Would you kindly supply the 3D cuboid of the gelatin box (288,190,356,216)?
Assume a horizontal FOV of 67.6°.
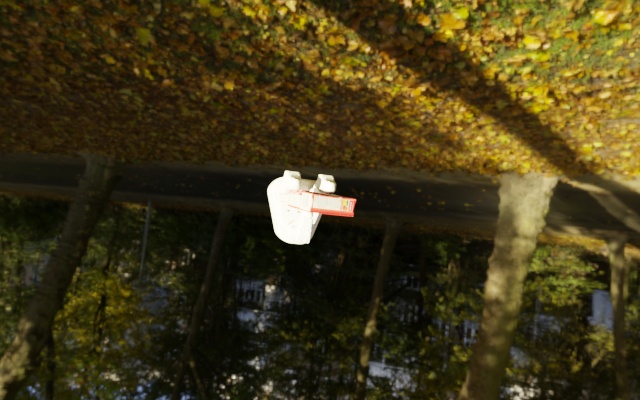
[{"bbox_3d":[0.000,0.003,0.725,0.073,0.030,0.089,7,3,-26],"label":"gelatin box"}]
